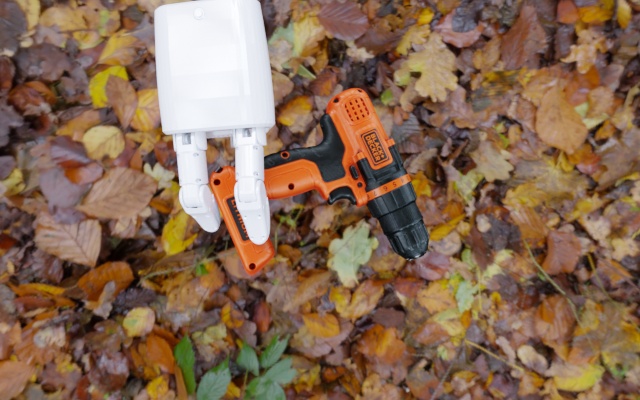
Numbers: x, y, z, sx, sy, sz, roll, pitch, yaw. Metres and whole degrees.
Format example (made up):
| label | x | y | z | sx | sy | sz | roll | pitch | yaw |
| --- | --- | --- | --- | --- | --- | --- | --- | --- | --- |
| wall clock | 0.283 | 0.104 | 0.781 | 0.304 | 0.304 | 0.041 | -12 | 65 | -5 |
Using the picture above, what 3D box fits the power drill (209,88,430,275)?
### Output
| label | x | y | z | sx | sy | sz | roll | pitch | yaw |
| --- | --- | --- | --- | --- | --- | --- | --- | --- | --- |
| power drill | 0.000 | 0.001 | 0.473 | 0.187 | 0.184 | 0.057 | -24 | -3 | -12 |
